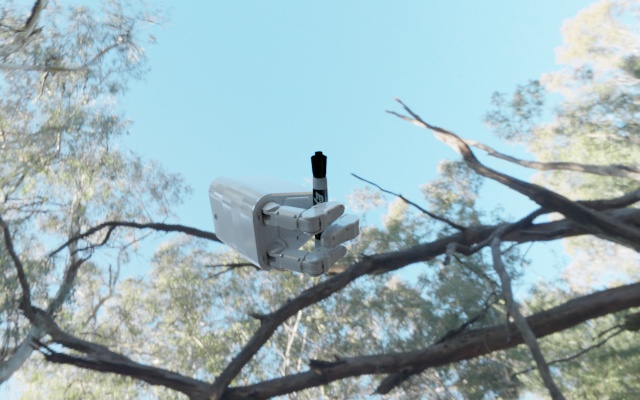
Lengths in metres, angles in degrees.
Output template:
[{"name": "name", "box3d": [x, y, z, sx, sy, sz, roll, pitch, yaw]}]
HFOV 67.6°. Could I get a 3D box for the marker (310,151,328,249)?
[{"name": "marker", "box3d": [0.000, 0.002, 0.549, 0.020, 0.121, 0.020, -2, 24, 1]}]
